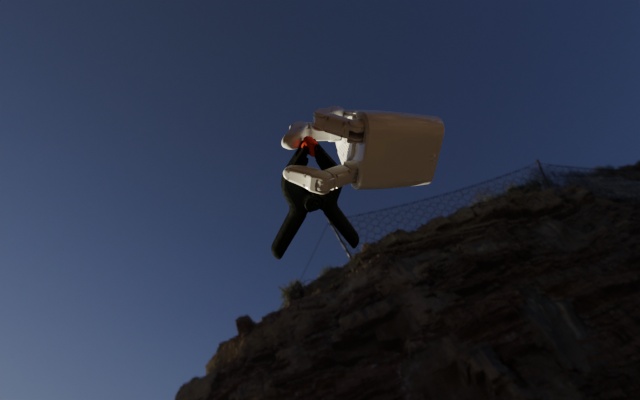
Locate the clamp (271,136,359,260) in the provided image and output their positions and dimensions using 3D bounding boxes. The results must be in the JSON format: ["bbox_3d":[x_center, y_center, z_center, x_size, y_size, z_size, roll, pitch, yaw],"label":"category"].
[{"bbox_3d":[0.000,0.002,0.624,0.120,0.171,0.039,-2,30,-18],"label":"clamp"}]
